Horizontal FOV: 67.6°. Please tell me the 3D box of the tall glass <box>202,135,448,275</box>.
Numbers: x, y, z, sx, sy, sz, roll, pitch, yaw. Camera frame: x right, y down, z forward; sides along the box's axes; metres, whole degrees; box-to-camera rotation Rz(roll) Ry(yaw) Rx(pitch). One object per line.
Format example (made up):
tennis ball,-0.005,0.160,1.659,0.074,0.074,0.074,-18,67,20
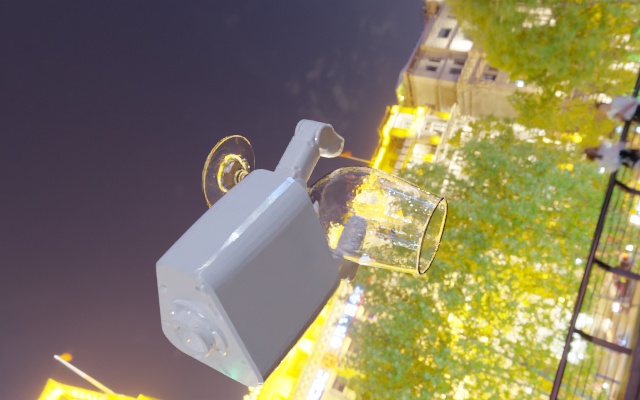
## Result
tall glass,0.000,0.001,0.404,0.201,0.079,0.079,17,7,26
